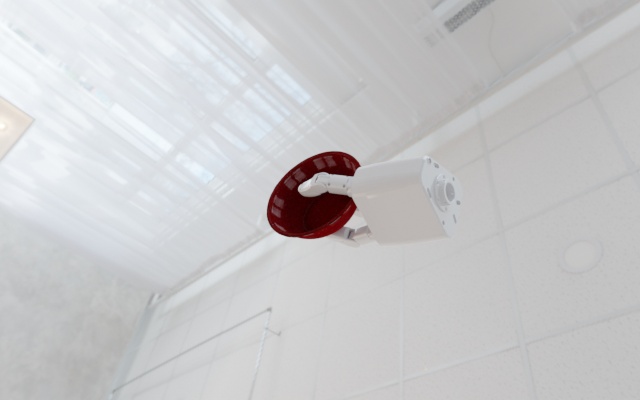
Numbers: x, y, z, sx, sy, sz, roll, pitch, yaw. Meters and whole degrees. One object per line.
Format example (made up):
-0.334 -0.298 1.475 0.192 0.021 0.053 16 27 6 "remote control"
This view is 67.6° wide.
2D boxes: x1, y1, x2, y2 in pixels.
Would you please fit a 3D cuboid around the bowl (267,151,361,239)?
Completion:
-0.001 0.002 0.723 0.162 0.162 0.055 0 -37 36 "bowl"
